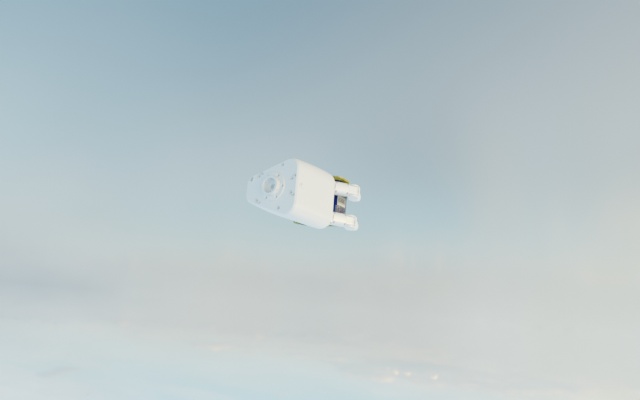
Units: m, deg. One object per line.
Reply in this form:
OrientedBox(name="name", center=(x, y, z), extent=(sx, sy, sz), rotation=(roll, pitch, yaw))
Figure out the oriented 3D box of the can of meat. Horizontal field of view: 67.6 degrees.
OrientedBox(name="can of meat", center=(0.000, 0.003, 0.890), extent=(0.102, 0.084, 0.057), rotation=(-2, -15, 30))
